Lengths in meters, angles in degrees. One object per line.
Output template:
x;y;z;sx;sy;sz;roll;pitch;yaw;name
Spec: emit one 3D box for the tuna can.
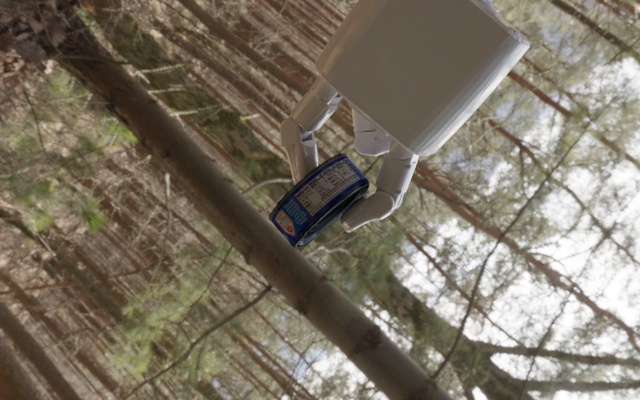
0.000;0.002;0.402;0.086;0.033;0.086;-40;-9;-8;tuna can
